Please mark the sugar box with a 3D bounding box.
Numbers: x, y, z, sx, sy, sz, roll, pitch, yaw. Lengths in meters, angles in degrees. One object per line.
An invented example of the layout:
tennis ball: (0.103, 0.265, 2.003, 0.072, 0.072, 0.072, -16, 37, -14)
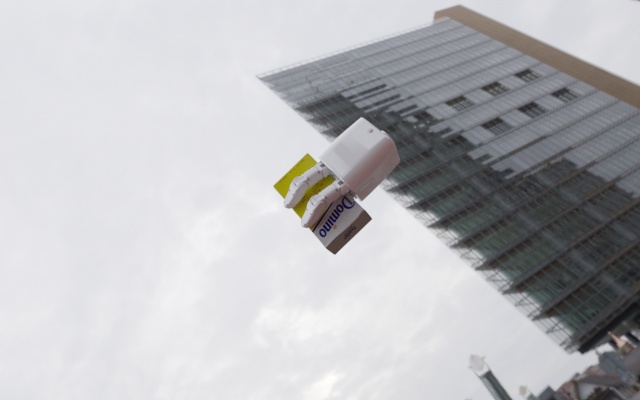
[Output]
sugar box: (0.000, 0.002, 0.843, 0.176, 0.093, 0.048, 46, 2, 37)
